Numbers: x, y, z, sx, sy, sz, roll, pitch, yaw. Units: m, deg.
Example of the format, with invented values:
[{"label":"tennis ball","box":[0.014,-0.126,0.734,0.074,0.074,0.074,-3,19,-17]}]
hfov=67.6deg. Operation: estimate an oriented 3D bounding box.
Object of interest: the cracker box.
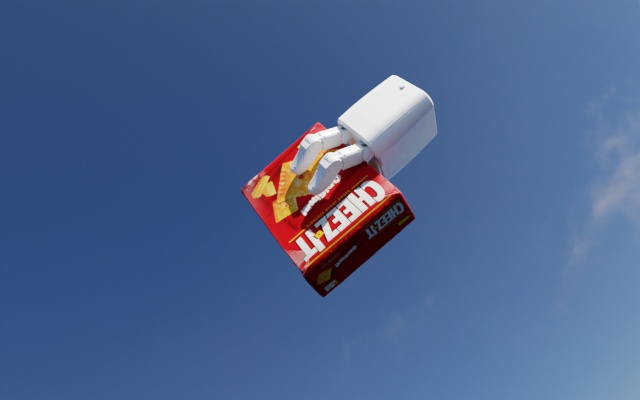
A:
[{"label":"cracker box","box":[0.000,0.002,0.678,0.213,0.164,0.072,47,-3,45]}]
